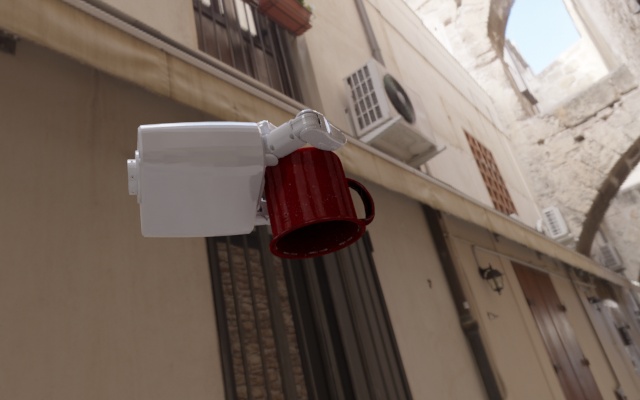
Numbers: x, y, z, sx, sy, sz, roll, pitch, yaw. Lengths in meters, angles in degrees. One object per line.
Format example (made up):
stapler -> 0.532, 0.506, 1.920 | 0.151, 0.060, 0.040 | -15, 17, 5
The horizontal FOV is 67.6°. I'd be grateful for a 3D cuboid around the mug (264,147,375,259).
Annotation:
mug -> 0.001, 0.001, 0.470 | 0.117, 0.081, 0.093 | -2, -28, -23
